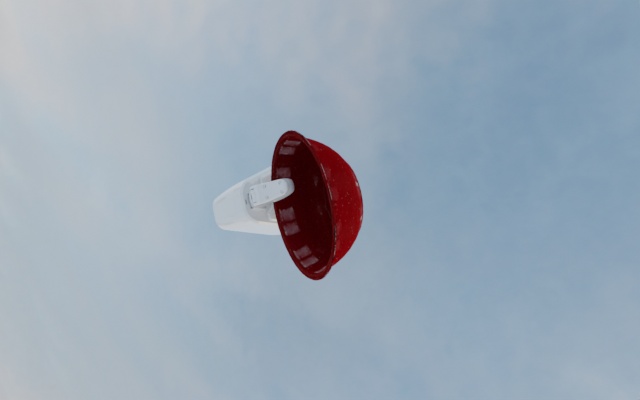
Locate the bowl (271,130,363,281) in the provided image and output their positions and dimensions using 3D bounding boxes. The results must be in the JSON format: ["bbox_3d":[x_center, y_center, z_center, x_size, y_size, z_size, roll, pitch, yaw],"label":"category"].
[{"bbox_3d":[0.001,0.002,0.519,0.055,0.162,0.162,-11,4,-24],"label":"bowl"}]
